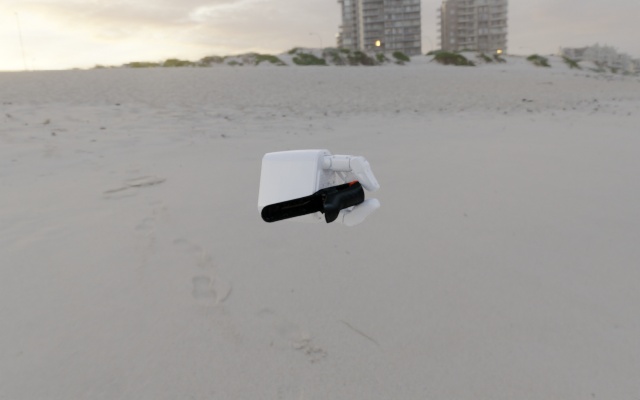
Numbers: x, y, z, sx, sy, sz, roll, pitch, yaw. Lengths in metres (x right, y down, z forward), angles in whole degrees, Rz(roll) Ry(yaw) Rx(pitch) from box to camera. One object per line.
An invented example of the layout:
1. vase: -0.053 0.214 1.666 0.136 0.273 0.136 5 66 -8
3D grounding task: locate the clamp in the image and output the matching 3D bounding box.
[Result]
1. clamp: 0.000 0.002 0.678 0.120 0.039 0.171 3 12 27
